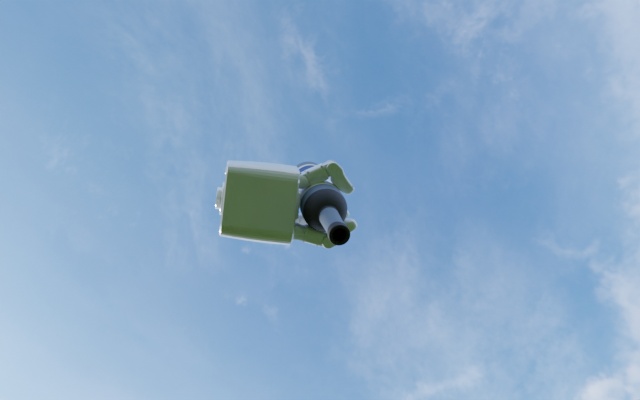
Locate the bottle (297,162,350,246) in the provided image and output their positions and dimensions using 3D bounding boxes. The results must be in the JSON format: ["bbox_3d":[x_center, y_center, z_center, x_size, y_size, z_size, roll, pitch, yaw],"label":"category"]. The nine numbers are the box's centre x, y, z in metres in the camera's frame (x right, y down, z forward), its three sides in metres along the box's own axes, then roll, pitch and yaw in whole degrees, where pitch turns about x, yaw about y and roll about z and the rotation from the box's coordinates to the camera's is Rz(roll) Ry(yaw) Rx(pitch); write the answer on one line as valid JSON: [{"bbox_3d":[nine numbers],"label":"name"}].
[{"bbox_3d":[0.000,0.002,0.726,0.069,0.069,0.295,0,16,-10],"label":"bottle"}]
